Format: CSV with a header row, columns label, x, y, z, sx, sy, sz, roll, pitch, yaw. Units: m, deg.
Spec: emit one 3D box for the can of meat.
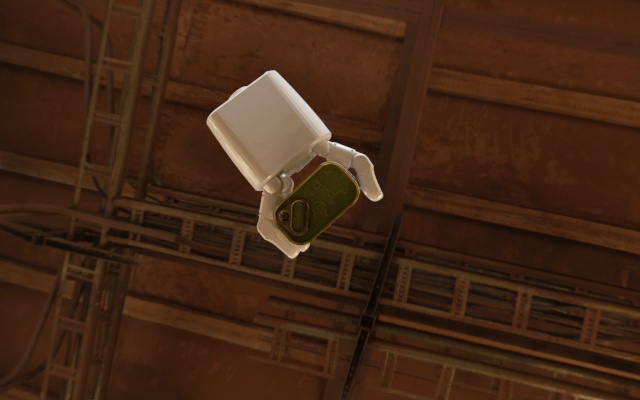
label,x,y,z,sx,sy,sz,roll,pitch,yaw
can of meat,0.000,0.002,0.576,0.102,0.057,0.084,-43,-3,8
